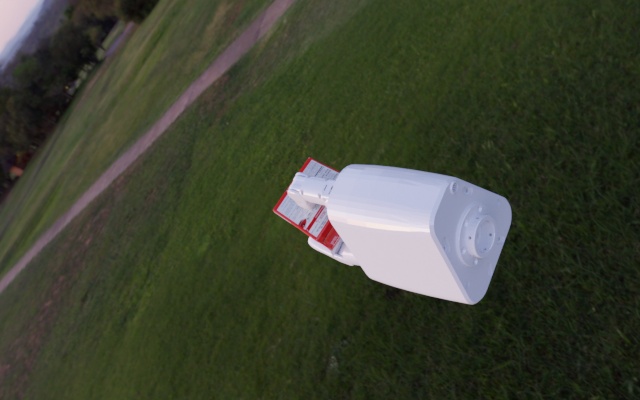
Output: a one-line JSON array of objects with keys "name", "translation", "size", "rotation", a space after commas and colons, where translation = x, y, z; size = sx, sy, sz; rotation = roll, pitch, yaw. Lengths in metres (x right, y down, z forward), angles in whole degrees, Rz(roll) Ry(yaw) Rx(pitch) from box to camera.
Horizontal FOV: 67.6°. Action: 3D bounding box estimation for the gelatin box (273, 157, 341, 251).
[{"name": "gelatin box", "translation": [0.000, 0.001, 0.507], "size": [0.030, 0.073, 0.089], "rotation": [37, -5, -42]}]
